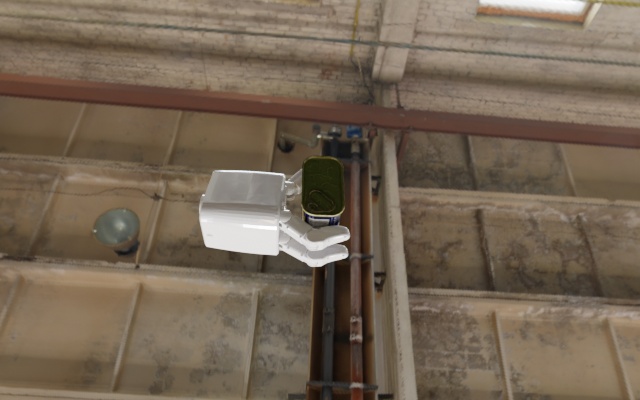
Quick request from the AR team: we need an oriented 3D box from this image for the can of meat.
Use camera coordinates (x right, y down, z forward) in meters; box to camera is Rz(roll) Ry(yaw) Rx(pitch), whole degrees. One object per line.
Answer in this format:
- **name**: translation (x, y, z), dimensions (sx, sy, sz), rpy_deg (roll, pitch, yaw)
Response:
- **can of meat**: translation (0.000, 0.002, 0.677), dimensions (0.057, 0.102, 0.084), rpy_deg (2, -36, -4)
